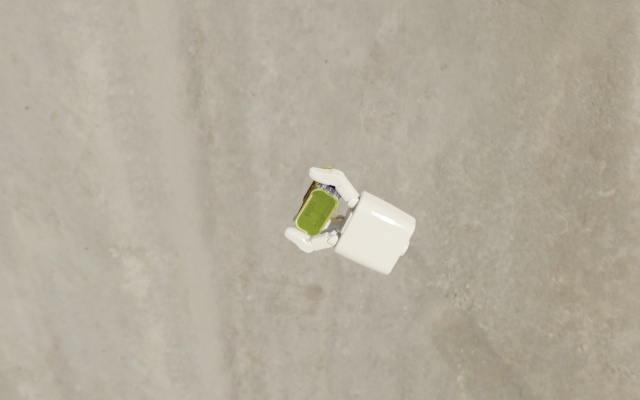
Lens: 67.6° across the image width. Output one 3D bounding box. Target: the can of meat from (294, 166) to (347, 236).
[{"bbox_3d":[0.000,0.003,0.849,0.057,0.102,0.084,29,32,-5],"label":"can of meat"}]
